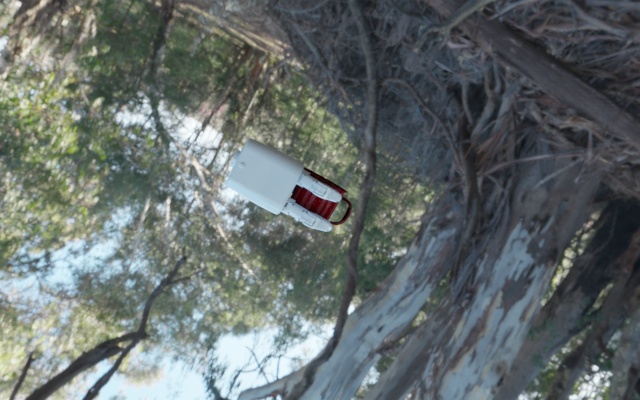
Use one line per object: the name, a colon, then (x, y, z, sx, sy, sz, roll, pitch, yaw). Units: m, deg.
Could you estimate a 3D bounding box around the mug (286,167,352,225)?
mug: (0.001, 0.004, 0.868, 0.117, 0.081, 0.093, 29, 5, -8)
